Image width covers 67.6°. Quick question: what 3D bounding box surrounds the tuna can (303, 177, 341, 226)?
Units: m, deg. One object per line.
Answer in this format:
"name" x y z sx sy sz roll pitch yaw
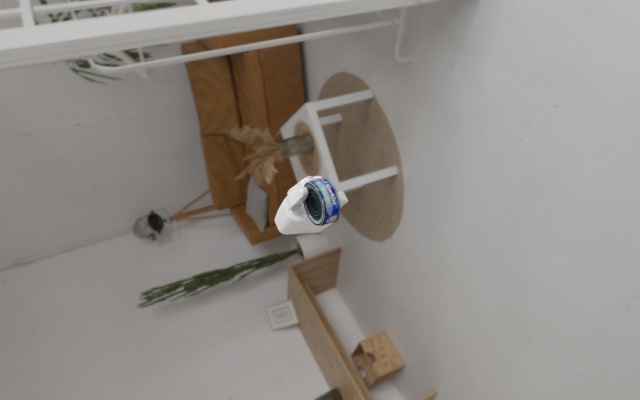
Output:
"tuna can" 0.000 0.003 0.868 0.034 0.086 0.086 -16 7 -26
